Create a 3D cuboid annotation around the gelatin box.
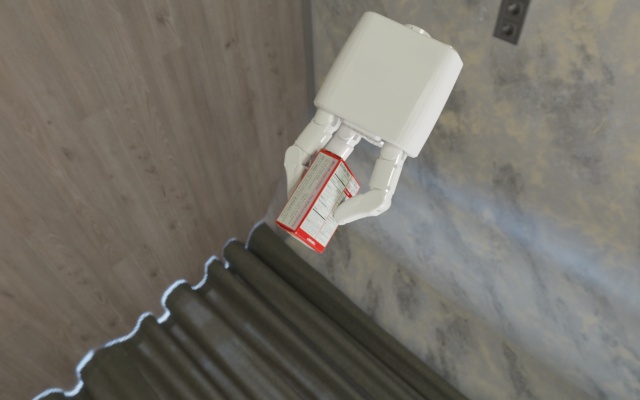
[{"bbox_3d":[0.000,0.002,0.489,0.030,0.089,0.073,27,-9,28],"label":"gelatin box"}]
